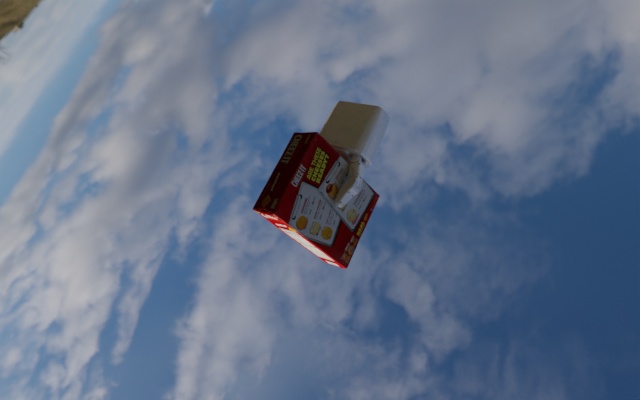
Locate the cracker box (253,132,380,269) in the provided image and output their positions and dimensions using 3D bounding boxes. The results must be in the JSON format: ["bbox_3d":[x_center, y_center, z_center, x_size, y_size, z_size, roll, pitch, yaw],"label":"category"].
[{"bbox_3d":[0.000,0.003,0.869,0.072,0.164,0.214,8,-24,46],"label":"cracker box"}]
